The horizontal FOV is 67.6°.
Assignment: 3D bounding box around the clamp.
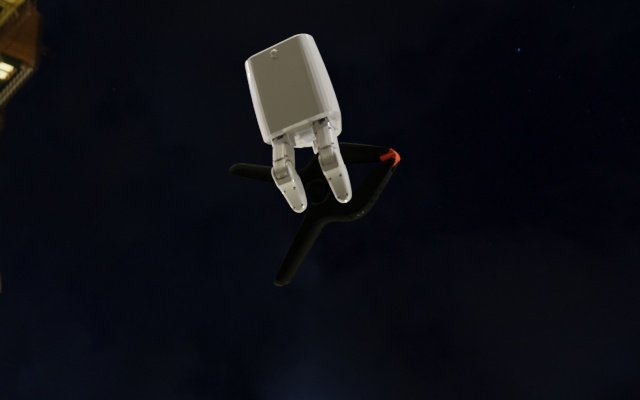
[{"bbox_3d":[0.001,0.001,0.573,0.210,0.164,0.036,-20,-6,17],"label":"clamp"}]
